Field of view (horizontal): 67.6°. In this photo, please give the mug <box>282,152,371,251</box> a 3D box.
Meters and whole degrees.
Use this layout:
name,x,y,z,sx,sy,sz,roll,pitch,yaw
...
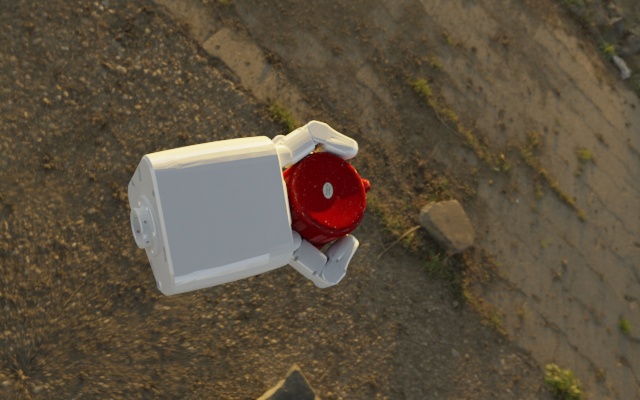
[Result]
name,x,y,z,sx,sy,sz,roll,pitch,yaw
mug,0.001,0.001,0.469,0.117,0.093,0.081,-14,-10,-33
